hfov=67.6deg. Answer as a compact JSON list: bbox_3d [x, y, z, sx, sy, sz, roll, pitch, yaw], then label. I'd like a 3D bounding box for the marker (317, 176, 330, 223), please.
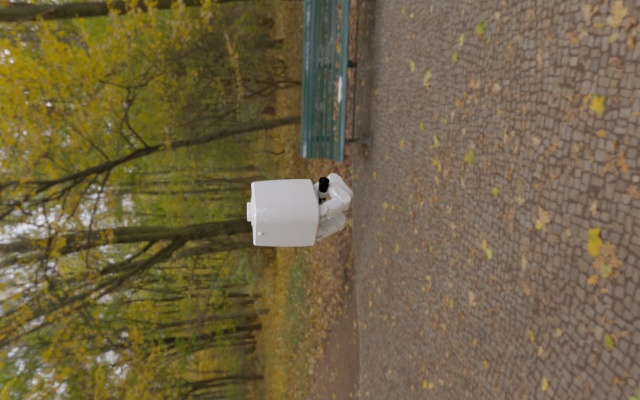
[{"bbox_3d":[0.000,0.003,0.860,0.020,0.020,0.121,0,-42,-9],"label":"marker"}]
